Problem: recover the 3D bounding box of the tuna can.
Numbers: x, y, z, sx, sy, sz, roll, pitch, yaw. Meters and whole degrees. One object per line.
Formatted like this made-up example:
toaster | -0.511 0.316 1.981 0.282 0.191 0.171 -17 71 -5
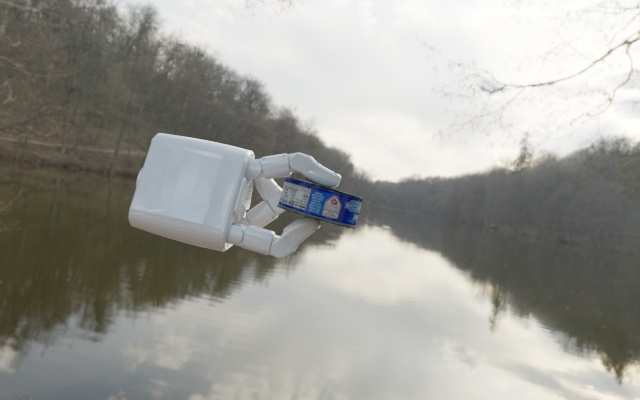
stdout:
tuna can | 0.000 0.001 0.502 0.086 0.034 0.086 16 1 0
